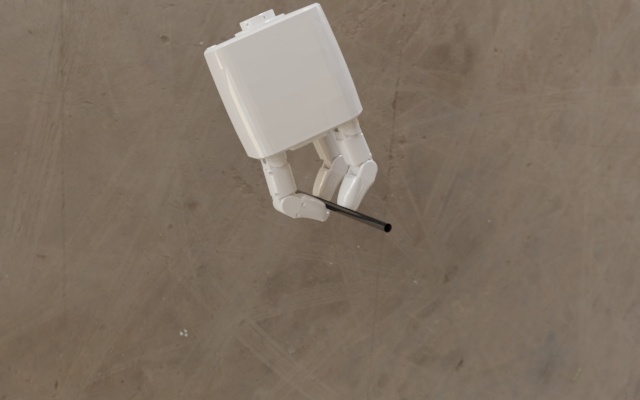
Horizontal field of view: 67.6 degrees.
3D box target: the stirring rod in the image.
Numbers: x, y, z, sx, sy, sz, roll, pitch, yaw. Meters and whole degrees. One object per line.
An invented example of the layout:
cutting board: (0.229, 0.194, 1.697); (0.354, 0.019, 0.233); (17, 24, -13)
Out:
stirring rod: (0.000, 0.002, 0.504); (0.011, 0.011, 0.239); (0, 10, -29)
